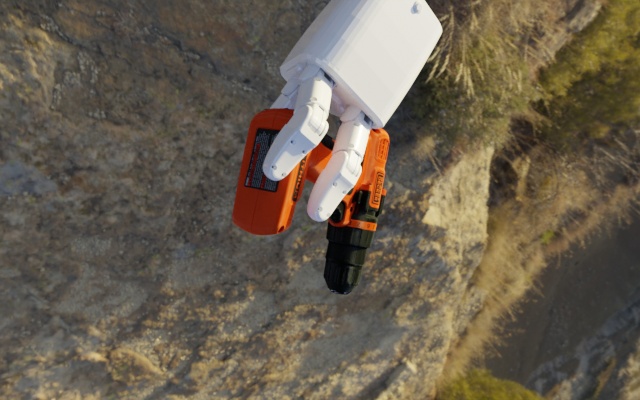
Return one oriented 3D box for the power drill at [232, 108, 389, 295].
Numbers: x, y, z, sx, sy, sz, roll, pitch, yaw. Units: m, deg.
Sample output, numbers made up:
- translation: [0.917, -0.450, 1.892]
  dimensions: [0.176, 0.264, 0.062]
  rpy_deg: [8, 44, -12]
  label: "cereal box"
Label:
- translation: [0.000, 0.001, 0.458]
  dimensions: [0.057, 0.184, 0.188]
  rpy_deg: [8, -3, 32]
  label: "power drill"
